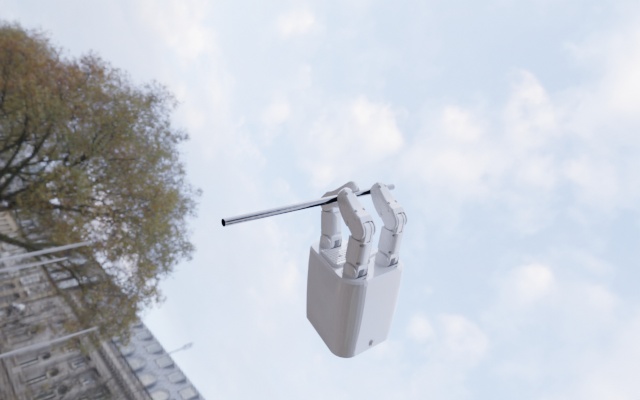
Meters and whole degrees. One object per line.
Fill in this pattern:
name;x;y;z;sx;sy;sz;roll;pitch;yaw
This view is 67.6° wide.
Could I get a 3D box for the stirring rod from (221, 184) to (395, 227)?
stirring rod;0.000;0.002;0.517;0.239;0.011;0.011;-12;8;-40
